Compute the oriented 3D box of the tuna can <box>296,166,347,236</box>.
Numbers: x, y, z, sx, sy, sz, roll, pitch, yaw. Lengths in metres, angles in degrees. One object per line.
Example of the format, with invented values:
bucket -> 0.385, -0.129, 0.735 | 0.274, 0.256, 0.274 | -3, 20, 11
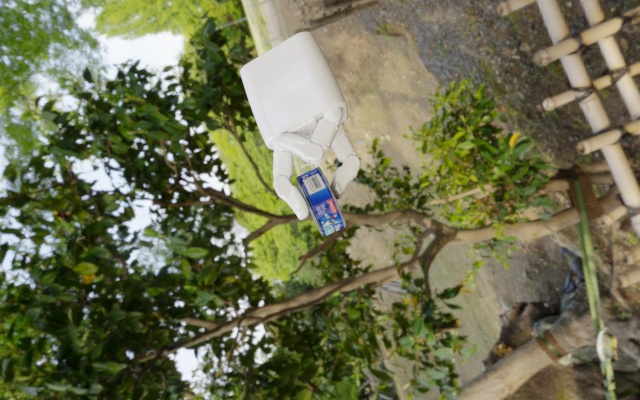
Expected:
tuna can -> 0.000, 0.002, 0.611 | 0.034, 0.086, 0.086 | -25, 1, -3
